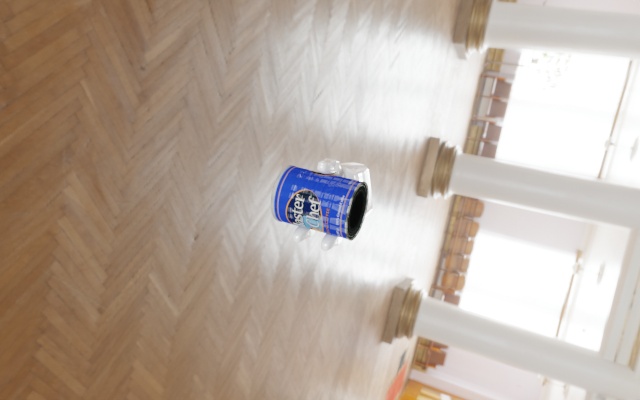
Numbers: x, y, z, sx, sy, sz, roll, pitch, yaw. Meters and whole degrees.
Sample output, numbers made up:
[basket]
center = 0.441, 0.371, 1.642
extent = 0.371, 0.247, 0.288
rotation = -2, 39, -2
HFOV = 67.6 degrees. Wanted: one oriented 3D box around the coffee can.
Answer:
[coffee can]
center = 0.000, 0.003, 0.822
extent = 0.140, 0.103, 0.103
rotation = 14, 5, 21
